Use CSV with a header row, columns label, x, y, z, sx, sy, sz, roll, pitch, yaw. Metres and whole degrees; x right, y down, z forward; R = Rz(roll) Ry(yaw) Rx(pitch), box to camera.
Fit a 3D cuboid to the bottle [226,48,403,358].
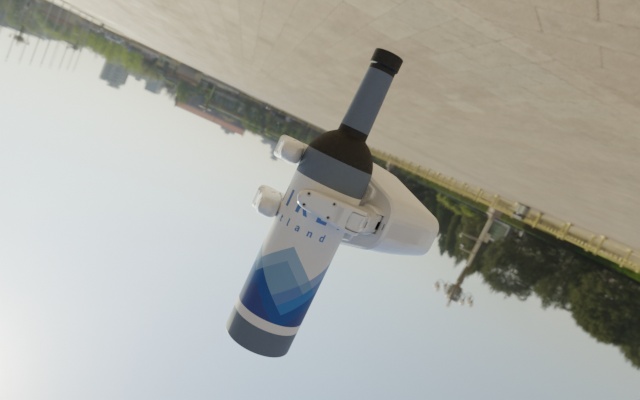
label,x,y,z,sx,sy,sz,roll,pitch,yaw
bottle,0.000,0.002,0.447,0.069,0.296,0.069,25,8,-3
